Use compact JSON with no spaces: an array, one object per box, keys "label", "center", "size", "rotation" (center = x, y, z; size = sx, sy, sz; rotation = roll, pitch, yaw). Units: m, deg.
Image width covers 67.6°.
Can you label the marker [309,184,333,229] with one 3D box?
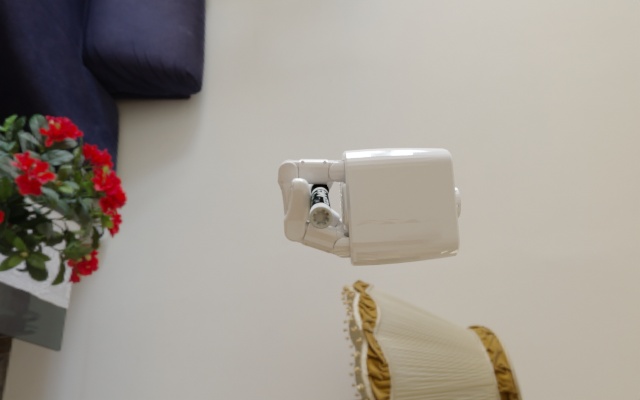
[{"label":"marker","center":[0.000,0.001,0.437],"size":[0.020,0.020,0.121],"rotation":[0,12,-1]}]
